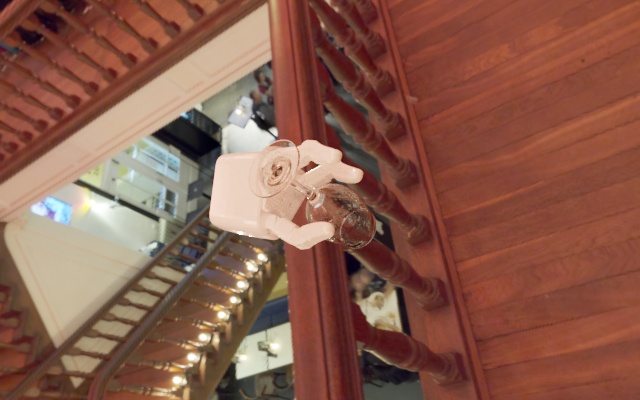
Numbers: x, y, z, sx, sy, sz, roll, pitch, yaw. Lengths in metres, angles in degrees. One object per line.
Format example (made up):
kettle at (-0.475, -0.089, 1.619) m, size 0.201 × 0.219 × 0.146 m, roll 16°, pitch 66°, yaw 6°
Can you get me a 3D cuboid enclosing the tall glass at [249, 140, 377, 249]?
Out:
tall glass at (0.000, 0.002, 0.620) m, size 0.079 × 0.079 × 0.201 m, roll 0°, pitch -23°, yaw 37°
